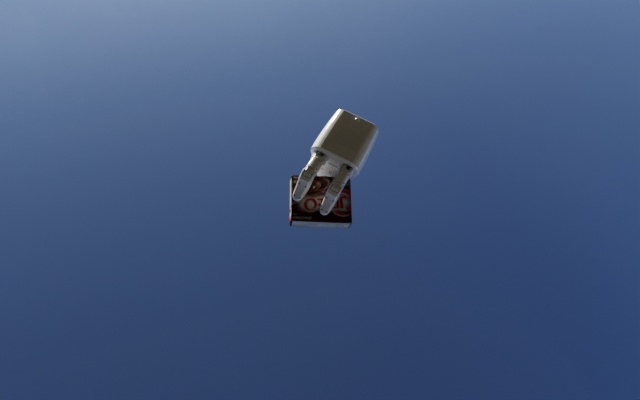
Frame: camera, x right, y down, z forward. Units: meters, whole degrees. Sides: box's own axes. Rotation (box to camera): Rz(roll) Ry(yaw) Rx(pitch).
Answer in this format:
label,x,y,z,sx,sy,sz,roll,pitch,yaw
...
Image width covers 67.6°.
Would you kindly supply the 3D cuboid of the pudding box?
label,x,y,z,sx,sy,sz,roll,pitch,yaw
pudding box,0.000,0.003,0.874,0.113,0.090,0.039,1,-23,-5
